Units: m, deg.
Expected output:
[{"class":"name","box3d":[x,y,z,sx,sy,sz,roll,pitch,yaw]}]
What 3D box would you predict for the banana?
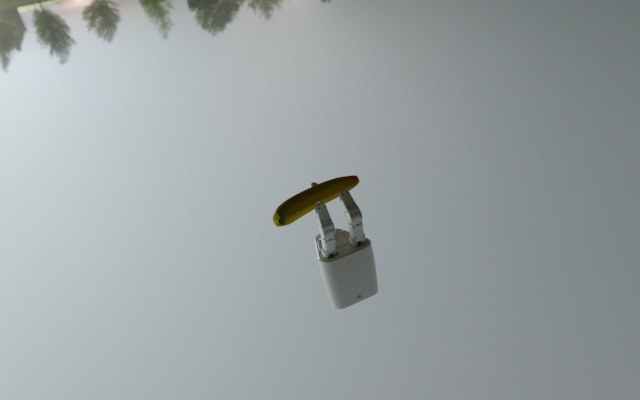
[{"class":"banana","box3d":[-0.015,0.003,0.816,0.069,0.037,0.197,5,28,45]}]
